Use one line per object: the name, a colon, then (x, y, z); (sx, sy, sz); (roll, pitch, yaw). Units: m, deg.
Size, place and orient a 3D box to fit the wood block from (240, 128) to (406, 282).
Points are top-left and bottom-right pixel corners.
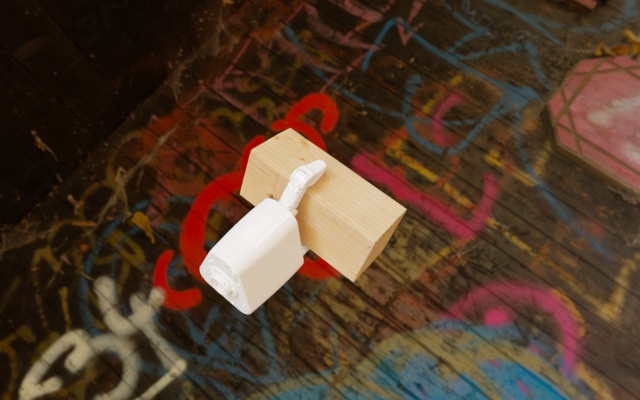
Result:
wood block: (0.000, 0.002, 0.663); (0.206, 0.091, 0.090); (36, 43, 15)
